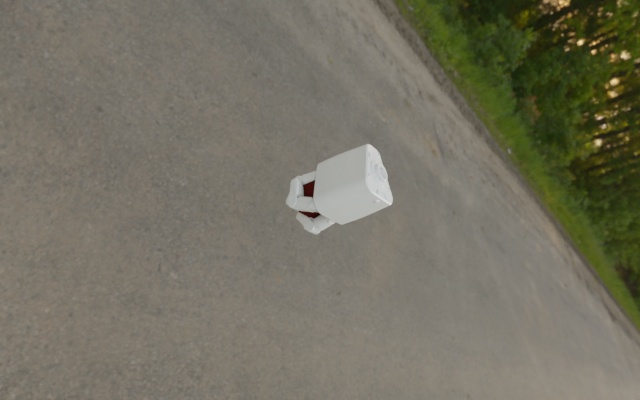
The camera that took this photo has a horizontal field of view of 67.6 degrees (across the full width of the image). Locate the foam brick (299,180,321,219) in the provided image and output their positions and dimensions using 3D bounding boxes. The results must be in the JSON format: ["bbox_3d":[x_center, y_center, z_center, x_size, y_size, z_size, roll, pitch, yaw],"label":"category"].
[{"bbox_3d":[0.000,0.003,0.890,0.051,0.053,0.078,-22,-30,29],"label":"foam brick"}]
